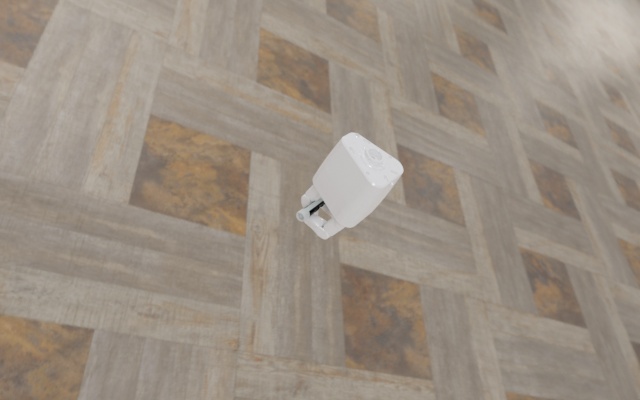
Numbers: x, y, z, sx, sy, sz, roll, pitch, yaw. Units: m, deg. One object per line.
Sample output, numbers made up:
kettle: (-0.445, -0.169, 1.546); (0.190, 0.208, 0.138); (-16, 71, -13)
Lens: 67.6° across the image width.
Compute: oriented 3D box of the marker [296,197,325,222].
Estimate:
marker: (0.000, 0.003, 0.849); (0.020, 0.020, 0.121); (0, 24, 39)
